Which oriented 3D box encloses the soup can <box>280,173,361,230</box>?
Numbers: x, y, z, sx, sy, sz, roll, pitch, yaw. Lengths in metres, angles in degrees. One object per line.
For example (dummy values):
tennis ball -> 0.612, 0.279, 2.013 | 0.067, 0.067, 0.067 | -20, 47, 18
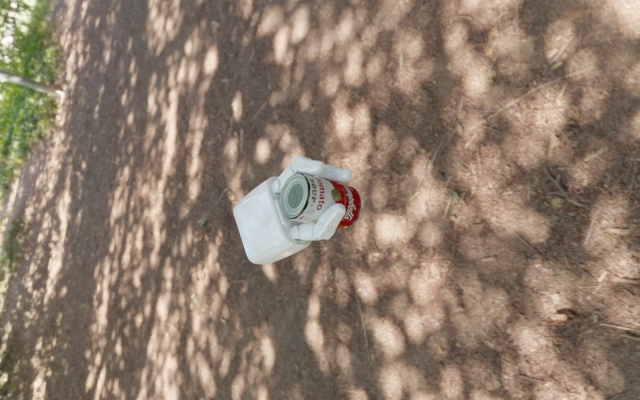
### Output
soup can -> 0.000, 0.002, 0.694 | 0.102, 0.068, 0.068 | 14, -9, -39
